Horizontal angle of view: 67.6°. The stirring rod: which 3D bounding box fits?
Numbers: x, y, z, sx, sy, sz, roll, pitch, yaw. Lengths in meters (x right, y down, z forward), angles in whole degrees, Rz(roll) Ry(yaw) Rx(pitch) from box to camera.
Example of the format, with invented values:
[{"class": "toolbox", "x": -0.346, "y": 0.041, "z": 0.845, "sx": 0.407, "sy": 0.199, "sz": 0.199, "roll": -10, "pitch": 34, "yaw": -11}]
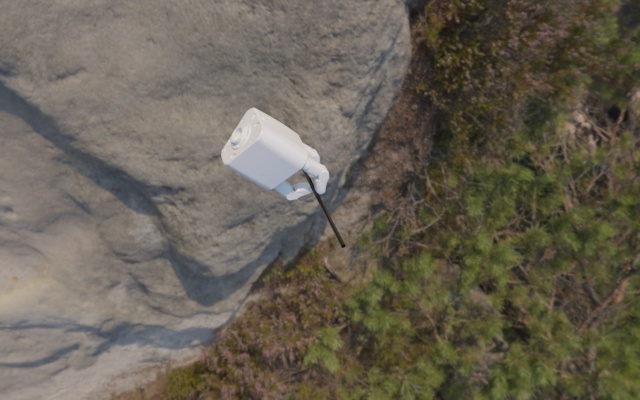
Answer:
[{"class": "stirring rod", "x": 0.000, "y": 0.003, "z": 0.889, "sx": 0.011, "sy": 0.011, "sz": 0.239, "roll": 0, "pitch": 38, "yaw": -24}]
